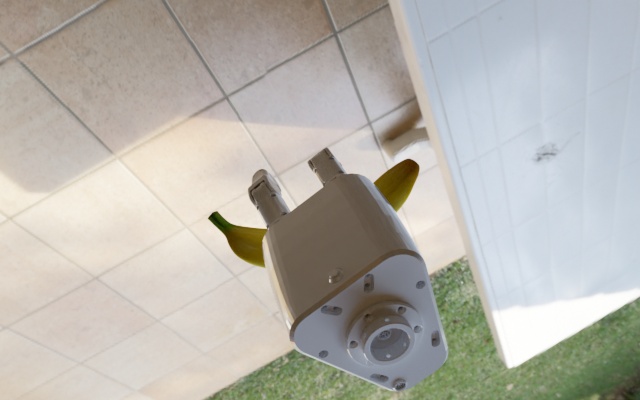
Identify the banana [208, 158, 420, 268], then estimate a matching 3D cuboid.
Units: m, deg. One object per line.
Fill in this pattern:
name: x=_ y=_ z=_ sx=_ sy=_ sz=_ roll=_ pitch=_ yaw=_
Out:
banana: x=0.002 y=0.020 z=0.431 sx=0.198 sy=0.069 sz=0.037 roll=-15 pitch=11 yaw=-2
